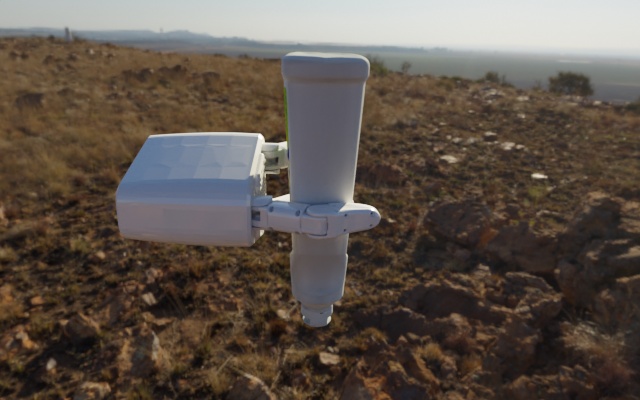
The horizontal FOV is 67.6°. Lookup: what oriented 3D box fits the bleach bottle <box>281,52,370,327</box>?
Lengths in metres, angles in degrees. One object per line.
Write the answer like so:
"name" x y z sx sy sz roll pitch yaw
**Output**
"bleach bottle" 0.000 0.001 0.423 0.068 0.251 0.102 1 19 -1
